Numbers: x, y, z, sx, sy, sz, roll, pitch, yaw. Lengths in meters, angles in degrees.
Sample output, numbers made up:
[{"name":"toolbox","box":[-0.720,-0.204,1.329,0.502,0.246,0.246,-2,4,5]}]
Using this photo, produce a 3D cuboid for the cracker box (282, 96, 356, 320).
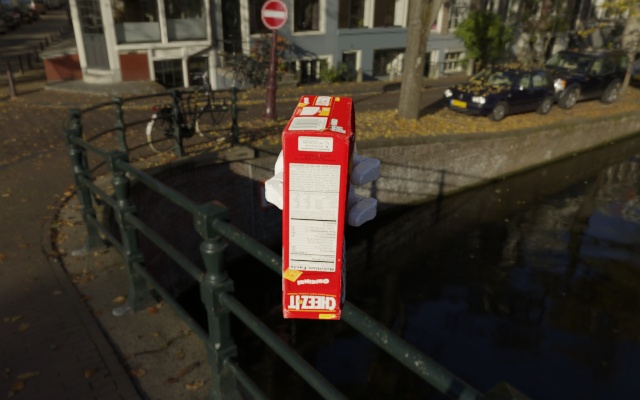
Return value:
[{"name":"cracker box","box":[0.000,0.002,0.552,0.072,0.214,0.164,3,24,3]}]
